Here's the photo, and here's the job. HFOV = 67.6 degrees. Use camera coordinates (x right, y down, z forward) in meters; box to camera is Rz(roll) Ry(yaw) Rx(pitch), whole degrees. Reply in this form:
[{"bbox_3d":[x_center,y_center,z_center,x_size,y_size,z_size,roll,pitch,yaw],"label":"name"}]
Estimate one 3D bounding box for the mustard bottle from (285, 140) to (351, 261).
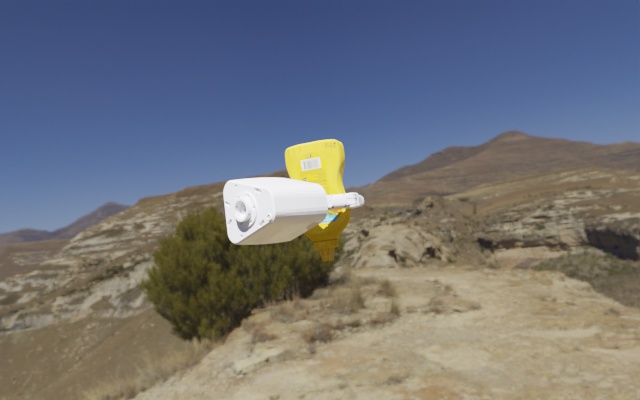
[{"bbox_3d":[0.000,0.002,0.779,0.096,0.191,0.058,-8,-4,17],"label":"mustard bottle"}]
